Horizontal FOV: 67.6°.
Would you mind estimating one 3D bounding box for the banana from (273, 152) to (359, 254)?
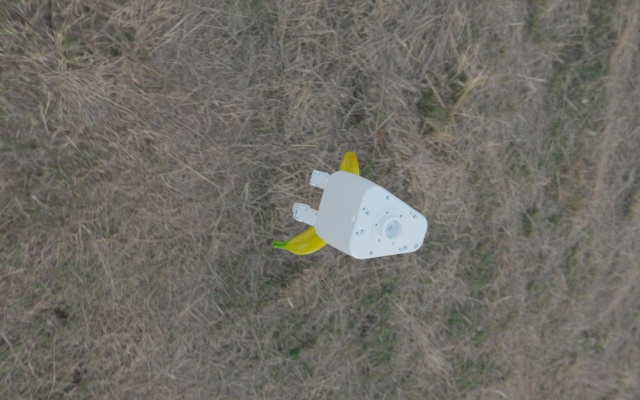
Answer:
[{"bbox_3d":[0.011,0.016,0.760,0.070,0.198,0.037,40,-4,-21],"label":"banana"}]
